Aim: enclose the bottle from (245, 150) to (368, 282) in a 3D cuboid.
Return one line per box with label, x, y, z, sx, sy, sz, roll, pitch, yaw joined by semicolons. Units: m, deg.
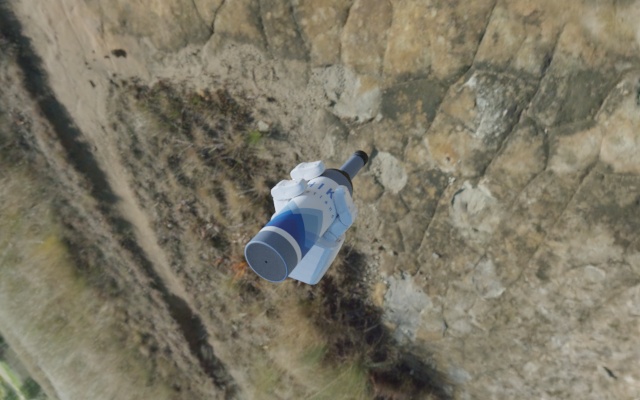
bottle;0.000;0.002;0.713;0.069;0.069;0.295;0;31;34
